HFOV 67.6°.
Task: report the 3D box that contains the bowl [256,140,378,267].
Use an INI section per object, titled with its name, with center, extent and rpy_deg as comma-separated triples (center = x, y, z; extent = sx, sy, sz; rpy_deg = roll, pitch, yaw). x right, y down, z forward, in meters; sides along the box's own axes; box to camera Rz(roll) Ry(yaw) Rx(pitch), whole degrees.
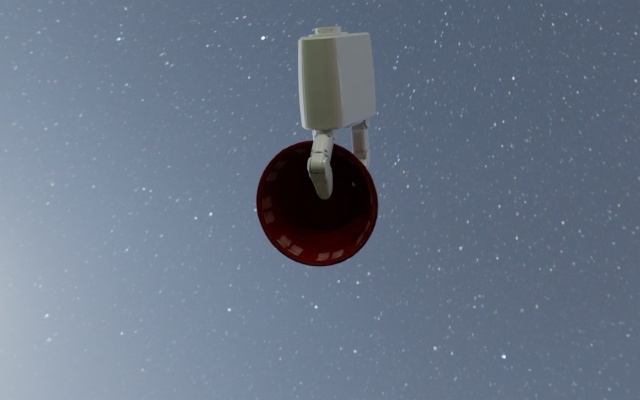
[bowl]
center = 0.000, 0.003, 0.627
extent = 0.162, 0.162, 0.055
rpy_deg = 0, 7, 17
